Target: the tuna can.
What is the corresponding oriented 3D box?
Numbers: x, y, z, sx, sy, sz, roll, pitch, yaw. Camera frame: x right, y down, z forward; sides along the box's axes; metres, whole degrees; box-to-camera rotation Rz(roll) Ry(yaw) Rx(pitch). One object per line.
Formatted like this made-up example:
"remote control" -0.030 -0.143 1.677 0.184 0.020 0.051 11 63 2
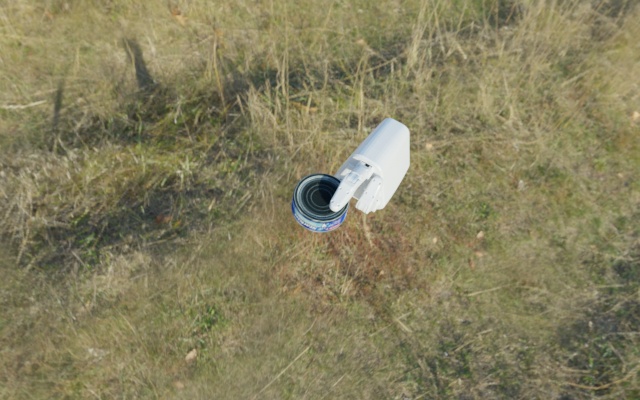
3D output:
"tuna can" 0.000 0.002 0.714 0.086 0.086 0.034 0 -29 -8
